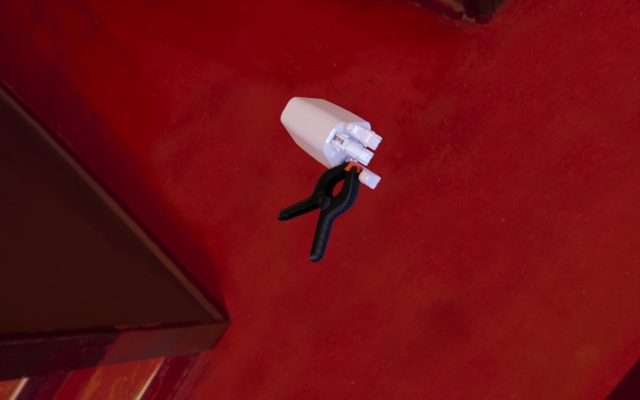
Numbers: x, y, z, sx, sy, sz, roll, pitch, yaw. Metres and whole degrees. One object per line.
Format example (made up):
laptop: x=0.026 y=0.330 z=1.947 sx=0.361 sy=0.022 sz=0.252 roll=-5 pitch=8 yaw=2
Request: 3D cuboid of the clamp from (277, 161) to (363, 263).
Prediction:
clamp: x=0.000 y=0.002 z=0.786 sx=0.120 sy=0.171 sz=0.039 roll=36 pitch=6 yaw=31
